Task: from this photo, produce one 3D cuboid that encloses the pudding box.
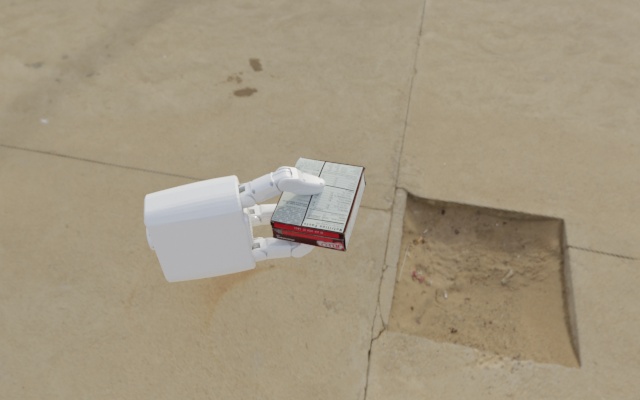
[{"bbox_3d":[0.000,0.002,0.575,0.090,0.113,0.039,10,-38,13],"label":"pudding box"}]
